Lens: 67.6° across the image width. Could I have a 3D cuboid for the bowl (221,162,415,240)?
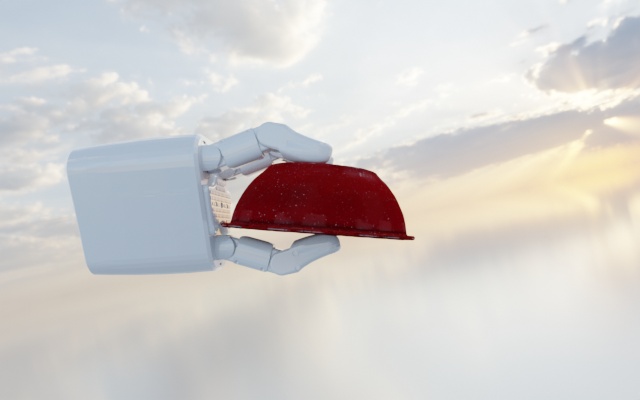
[{"bbox_3d":[0.001,0.001,0.405,0.162,0.055,0.162,5,-3,0],"label":"bowl"}]
